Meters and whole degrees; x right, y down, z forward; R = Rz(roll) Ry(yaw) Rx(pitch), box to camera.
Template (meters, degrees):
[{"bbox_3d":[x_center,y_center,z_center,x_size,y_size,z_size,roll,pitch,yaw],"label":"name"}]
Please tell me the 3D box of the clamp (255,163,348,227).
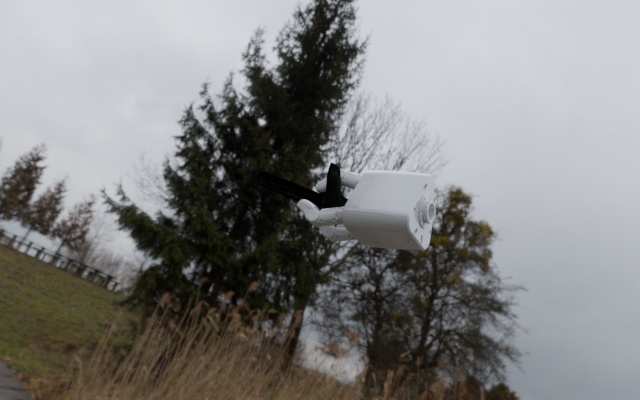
[{"bbox_3d":[0.001,0.002,0.796,0.164,0.036,0.210,3,-28,34],"label":"clamp"}]
